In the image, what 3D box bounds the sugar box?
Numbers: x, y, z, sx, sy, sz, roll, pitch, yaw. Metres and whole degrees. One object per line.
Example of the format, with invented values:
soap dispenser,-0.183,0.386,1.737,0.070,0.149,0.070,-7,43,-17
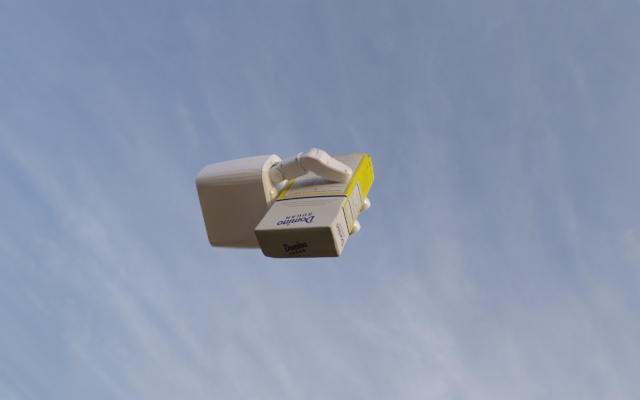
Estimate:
sugar box,0.000,0.002,0.573,0.093,0.048,0.176,-3,32,23
